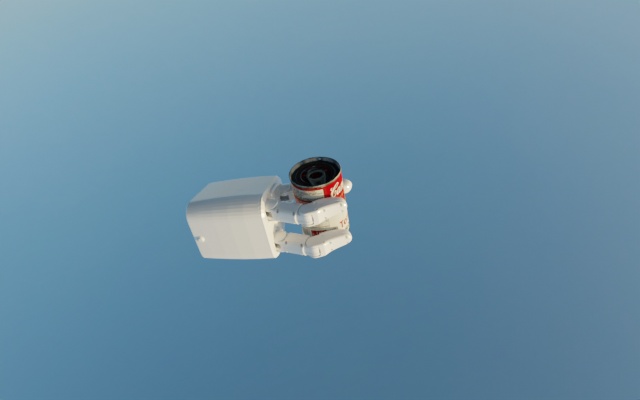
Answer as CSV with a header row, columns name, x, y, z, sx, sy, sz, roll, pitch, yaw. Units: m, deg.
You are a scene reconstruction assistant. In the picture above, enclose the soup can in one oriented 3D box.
name,x,y,z,sx,sy,sz,roll,pitch,yaw
soup can,0.001,0.002,0.641,0.068,0.102,0.068,-7,37,5
